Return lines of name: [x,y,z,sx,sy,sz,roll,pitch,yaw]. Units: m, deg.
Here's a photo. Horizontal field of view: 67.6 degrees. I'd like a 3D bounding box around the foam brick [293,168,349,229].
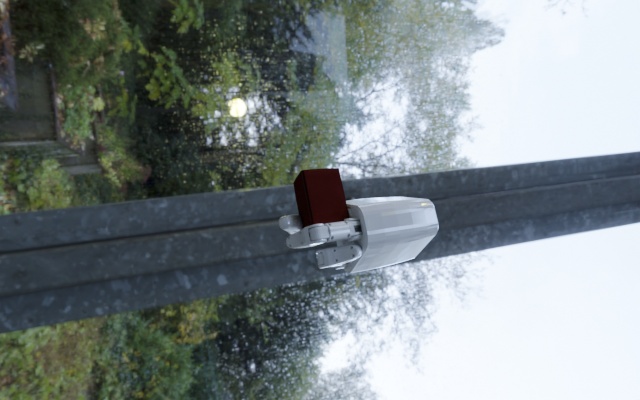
foam brick: [0.000,0.002,0.623,0.051,0.078,0.053,-8,-11,-18]
